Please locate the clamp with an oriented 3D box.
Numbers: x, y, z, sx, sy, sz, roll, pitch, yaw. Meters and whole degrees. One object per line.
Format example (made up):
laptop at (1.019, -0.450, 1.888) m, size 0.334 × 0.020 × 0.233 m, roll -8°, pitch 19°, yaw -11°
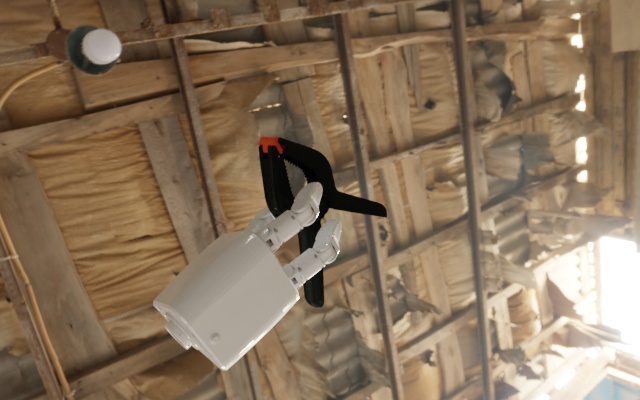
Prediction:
clamp at (-0.001, 0.002, 0.568) m, size 0.036 × 0.210 × 0.164 m, roll 8°, pitch 45°, yaw 48°
